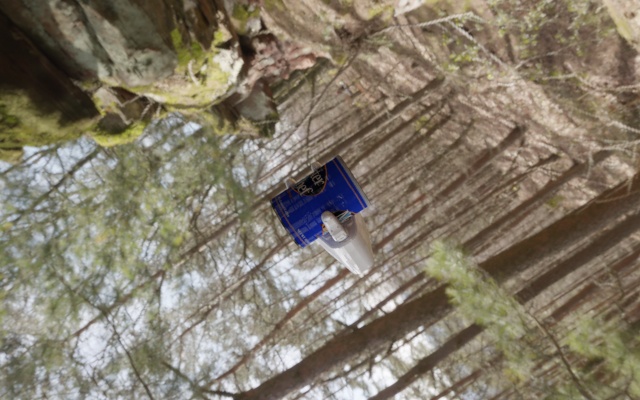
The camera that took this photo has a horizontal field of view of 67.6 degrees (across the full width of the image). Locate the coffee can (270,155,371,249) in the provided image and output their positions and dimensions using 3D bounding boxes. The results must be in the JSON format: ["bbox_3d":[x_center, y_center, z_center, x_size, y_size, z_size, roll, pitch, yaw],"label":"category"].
[{"bbox_3d":[0.000,0.003,0.814,0.140,0.103,0.103,-33,-2,3],"label":"coffee can"}]
